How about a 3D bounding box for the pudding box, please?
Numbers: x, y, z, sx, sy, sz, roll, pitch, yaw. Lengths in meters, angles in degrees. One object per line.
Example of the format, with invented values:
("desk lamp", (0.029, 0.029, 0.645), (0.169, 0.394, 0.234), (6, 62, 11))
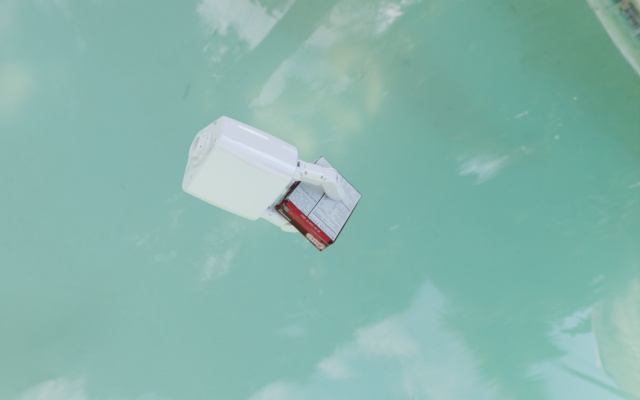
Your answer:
("pudding box", (0.000, 0.002, 0.673), (0.039, 0.090, 0.113), (-35, 14, 46))
